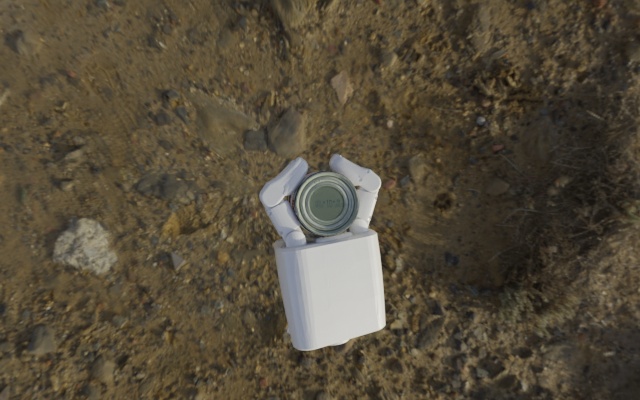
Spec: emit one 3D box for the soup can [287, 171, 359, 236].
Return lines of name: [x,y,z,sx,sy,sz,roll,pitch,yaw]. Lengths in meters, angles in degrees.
soup can: [0.000,0.001,0.523,0.068,0.068,0.102,0,2,-7]
